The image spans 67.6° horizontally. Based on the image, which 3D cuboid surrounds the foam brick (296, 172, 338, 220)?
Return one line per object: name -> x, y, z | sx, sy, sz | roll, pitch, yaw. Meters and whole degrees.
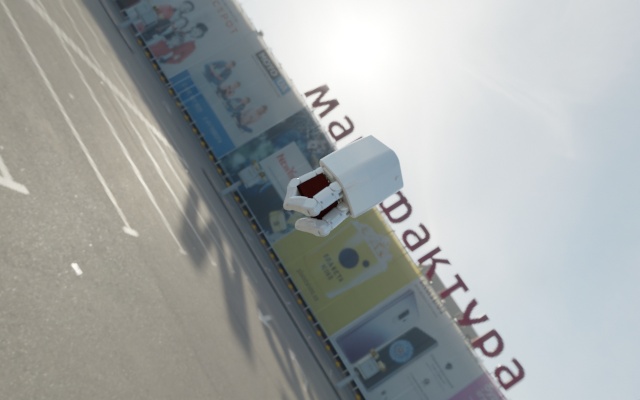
foam brick -> 0.000, 0.003, 0.826 | 0.051, 0.053, 0.078 | -28, -40, -5
